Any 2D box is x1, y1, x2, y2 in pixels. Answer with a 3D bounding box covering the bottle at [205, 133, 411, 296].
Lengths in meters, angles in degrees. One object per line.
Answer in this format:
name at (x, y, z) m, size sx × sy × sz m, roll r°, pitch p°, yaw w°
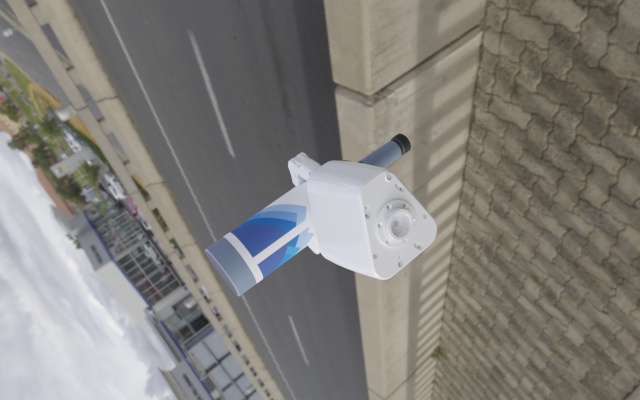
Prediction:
bottle at (0.000, 0.002, 0.594) m, size 0.295 × 0.069 × 0.069 m, roll -36°, pitch 13°, yaw -20°
